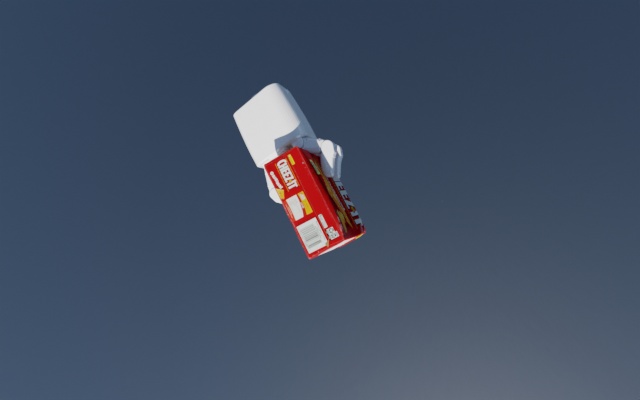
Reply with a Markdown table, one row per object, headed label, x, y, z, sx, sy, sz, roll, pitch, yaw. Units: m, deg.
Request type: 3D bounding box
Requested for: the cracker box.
| label | x | y | z | sx | sy | sz | roll | pitch | yaw |
| --- | --- | --- | --- | --- | --- | --- | --- | --- | --- |
| cracker box | 0.000 | 0.003 | 0.817 | 0.072 | 0.164 | 0.213 | -28 | -7 | 13 |
